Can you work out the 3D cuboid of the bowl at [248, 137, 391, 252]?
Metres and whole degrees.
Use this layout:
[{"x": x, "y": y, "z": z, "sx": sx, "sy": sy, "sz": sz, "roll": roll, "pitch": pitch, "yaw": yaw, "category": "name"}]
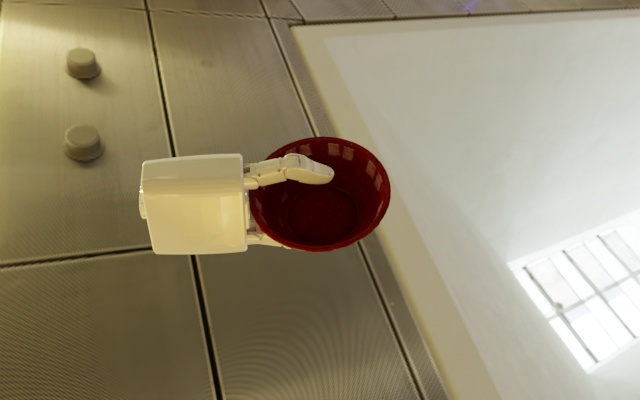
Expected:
[{"x": 0.001, "y": 0.002, "z": 0.560, "sx": 0.162, "sy": 0.162, "sz": 0.055, "roll": 0, "pitch": -35, "yaw": 5, "category": "bowl"}]
